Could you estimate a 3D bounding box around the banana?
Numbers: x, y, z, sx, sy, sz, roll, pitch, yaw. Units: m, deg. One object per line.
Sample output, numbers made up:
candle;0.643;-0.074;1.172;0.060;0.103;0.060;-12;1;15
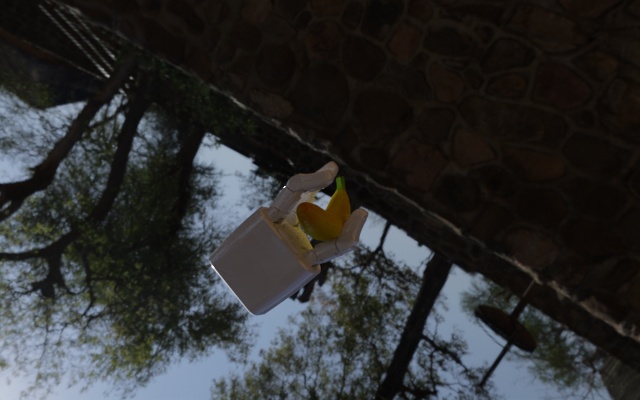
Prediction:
banana;0.008;0.019;0.620;0.037;0.069;0.197;-20;6;17
